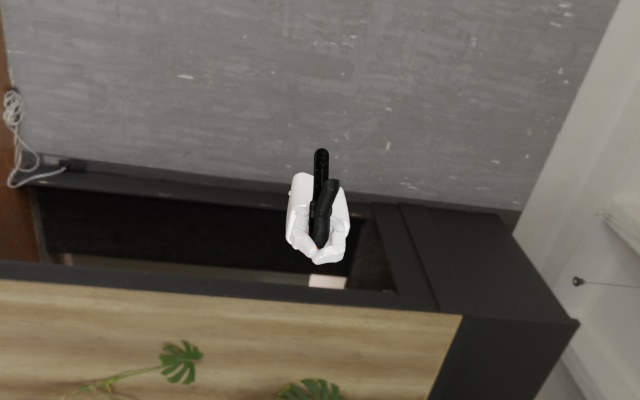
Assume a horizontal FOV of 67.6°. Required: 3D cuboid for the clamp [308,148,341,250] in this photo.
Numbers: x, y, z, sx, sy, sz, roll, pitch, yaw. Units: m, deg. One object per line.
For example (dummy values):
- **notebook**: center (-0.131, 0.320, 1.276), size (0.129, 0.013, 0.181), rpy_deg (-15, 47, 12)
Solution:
- **clamp**: center (0.001, 0.003, 0.783), size (0.039, 0.172, 0.120), rpy_deg (7, 38, -8)
